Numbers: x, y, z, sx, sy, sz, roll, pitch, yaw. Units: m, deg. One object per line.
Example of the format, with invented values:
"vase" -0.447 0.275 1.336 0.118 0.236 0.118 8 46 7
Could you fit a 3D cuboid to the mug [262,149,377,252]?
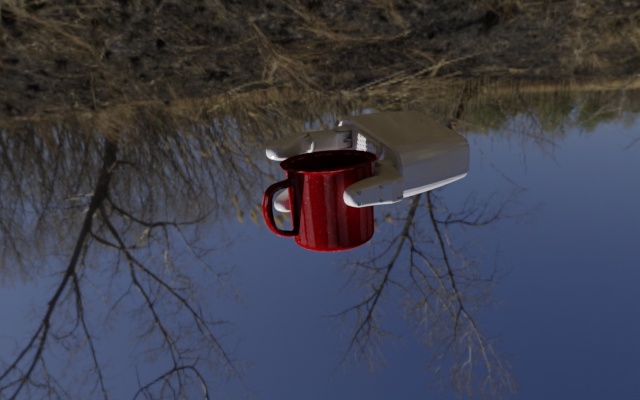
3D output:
"mug" -0.001 0.002 0.461 0.117 0.081 0.093 -14 19 -28
